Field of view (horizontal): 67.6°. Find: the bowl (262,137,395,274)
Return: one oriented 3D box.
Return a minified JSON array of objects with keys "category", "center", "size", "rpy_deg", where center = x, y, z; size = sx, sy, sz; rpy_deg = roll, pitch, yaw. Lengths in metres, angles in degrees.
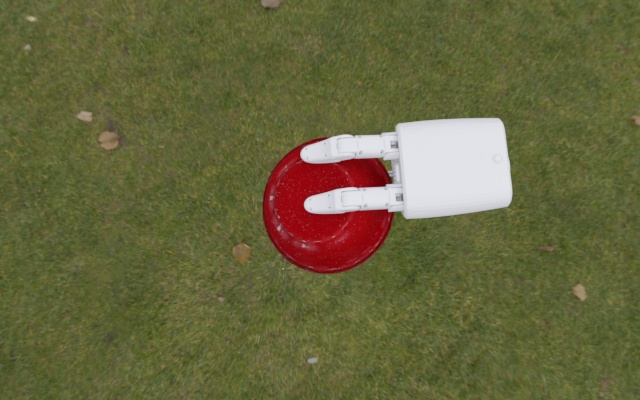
[{"category":"bowl","center":[-0.001,0.002,0.536],"size":[0.162,0.162,0.055],"rpy_deg":[0,-6,16]}]
